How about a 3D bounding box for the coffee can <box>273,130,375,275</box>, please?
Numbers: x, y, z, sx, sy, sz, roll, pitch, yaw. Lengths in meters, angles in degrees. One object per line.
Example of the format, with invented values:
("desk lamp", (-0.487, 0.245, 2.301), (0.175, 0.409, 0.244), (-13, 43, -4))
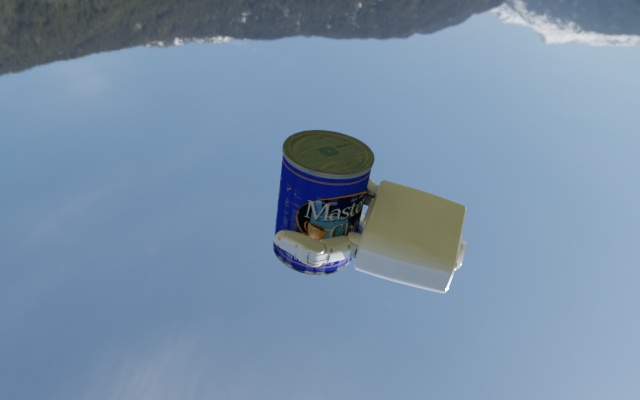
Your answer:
("coffee can", (0.000, 0.002, 0.565), (0.103, 0.140, 0.102), (6, 33, -4))
